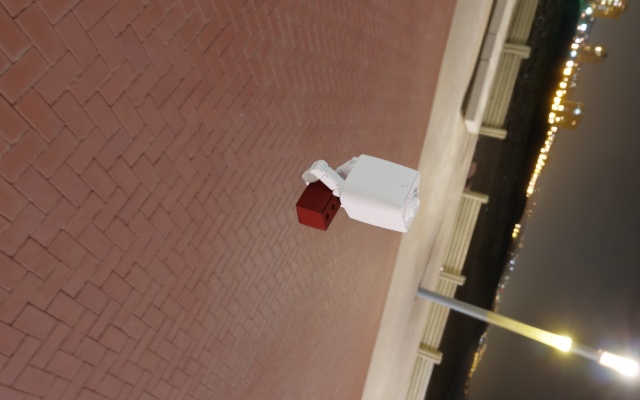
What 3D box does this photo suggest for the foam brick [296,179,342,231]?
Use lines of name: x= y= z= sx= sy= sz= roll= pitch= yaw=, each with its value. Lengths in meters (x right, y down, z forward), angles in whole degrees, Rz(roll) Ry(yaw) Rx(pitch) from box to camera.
foam brick: x=0.000 y=0.003 z=0.810 sx=0.051 sy=0.078 sz=0.053 roll=18 pitch=-33 yaw=21
